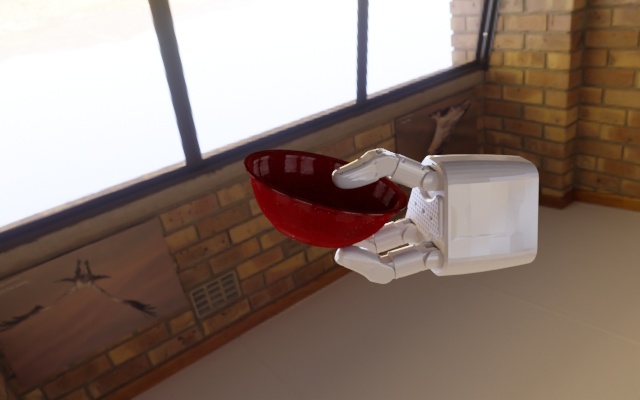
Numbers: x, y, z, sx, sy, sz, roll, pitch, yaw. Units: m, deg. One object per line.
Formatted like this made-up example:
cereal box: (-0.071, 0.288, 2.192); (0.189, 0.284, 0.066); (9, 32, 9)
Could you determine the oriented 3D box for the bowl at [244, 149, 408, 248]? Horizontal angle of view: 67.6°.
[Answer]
bowl: (-0.001, 0.002, 0.469); (0.162, 0.055, 0.162); (13, 20, -5)
